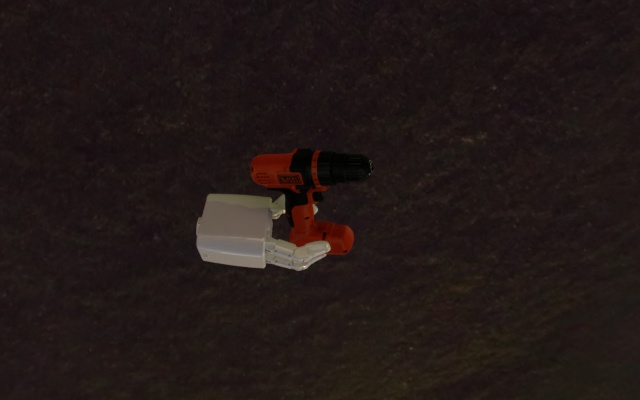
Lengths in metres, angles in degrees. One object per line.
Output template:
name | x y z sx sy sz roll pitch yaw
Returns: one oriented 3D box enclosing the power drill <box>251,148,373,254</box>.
power drill | 0.000 0.003 0.739 0.184 0.188 0.057 2 42 20
